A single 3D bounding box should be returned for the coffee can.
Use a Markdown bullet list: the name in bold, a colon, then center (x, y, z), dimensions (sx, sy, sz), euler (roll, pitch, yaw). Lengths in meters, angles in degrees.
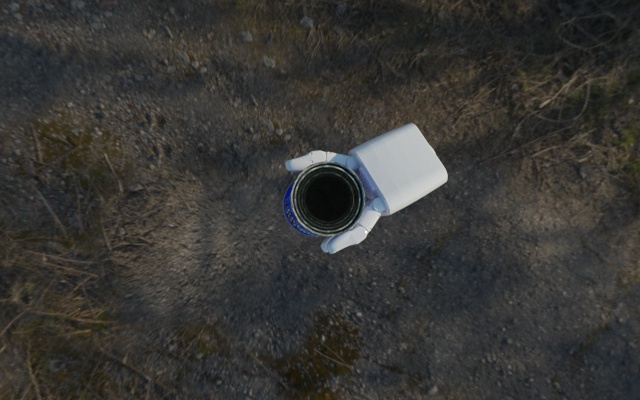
- **coffee can**: center (0.000, 0.002, 0.711), dimensions (0.103, 0.103, 0.140), euler (0, -4, -9)
